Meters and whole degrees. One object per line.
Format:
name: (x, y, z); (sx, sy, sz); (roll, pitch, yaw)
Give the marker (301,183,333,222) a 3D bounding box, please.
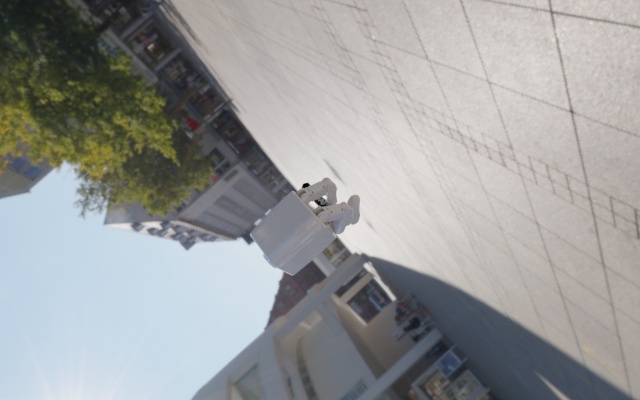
marker: (0.000, 0.003, 0.871); (0.020, 0.020, 0.121); (0, 33, -39)
